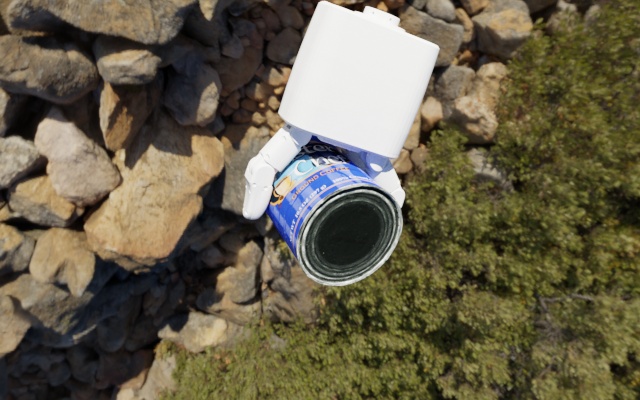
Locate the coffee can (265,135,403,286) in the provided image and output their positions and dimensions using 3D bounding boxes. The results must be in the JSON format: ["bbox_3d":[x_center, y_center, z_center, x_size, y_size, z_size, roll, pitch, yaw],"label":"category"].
[{"bbox_3d":[0.000,0.002,0.470,0.103,0.103,0.140,0,26,-26],"label":"coffee can"}]
